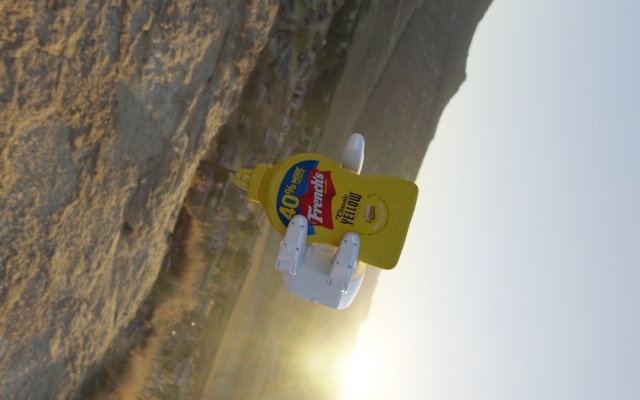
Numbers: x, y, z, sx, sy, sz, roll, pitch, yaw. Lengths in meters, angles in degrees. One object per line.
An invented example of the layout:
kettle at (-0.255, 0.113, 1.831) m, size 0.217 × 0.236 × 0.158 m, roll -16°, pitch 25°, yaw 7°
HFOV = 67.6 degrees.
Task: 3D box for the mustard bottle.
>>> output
mustard bottle at (0.000, 0.002, 0.508) m, size 0.191 × 0.096 × 0.058 m, roll 17°, pitch -6°, yaw 7°
